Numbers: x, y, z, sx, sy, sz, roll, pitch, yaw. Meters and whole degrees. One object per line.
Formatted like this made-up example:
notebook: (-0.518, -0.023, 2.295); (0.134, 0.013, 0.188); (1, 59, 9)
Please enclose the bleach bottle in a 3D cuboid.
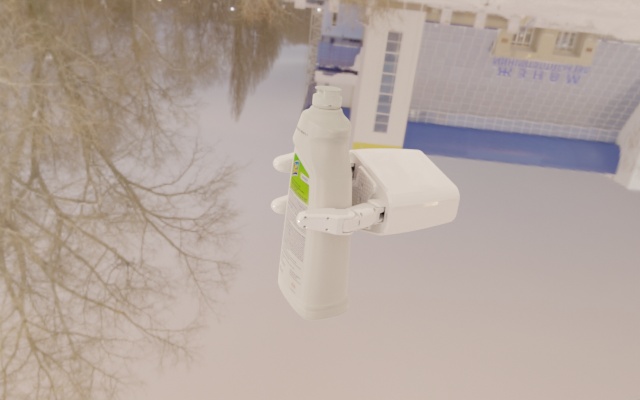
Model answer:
bleach bottle: (0.000, 0.002, 0.538); (0.068, 0.251, 0.102); (-6, 25, -28)
